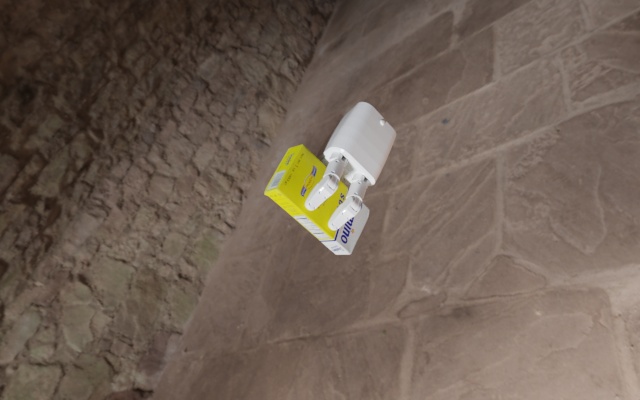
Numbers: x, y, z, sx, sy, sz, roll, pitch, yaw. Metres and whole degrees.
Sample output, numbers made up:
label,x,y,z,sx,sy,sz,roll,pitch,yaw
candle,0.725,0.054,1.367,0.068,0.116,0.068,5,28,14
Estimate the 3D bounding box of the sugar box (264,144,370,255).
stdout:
label,x,y,z,sx,sy,sz,roll,pitch,yaw
sugar box,0.000,0.002,0.769,0.176,0.093,0.048,40,-28,-26
